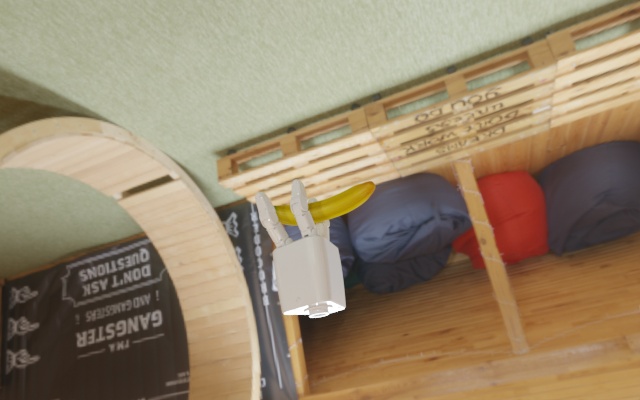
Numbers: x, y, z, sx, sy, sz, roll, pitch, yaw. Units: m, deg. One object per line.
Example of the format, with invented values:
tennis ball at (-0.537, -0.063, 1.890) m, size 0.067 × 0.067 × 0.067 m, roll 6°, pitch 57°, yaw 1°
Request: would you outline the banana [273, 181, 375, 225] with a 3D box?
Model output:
banana at (0.001, 0.010, 0.815) m, size 0.198 × 0.037 × 0.070 m, roll -13°, pitch -25°, yaw 10°
